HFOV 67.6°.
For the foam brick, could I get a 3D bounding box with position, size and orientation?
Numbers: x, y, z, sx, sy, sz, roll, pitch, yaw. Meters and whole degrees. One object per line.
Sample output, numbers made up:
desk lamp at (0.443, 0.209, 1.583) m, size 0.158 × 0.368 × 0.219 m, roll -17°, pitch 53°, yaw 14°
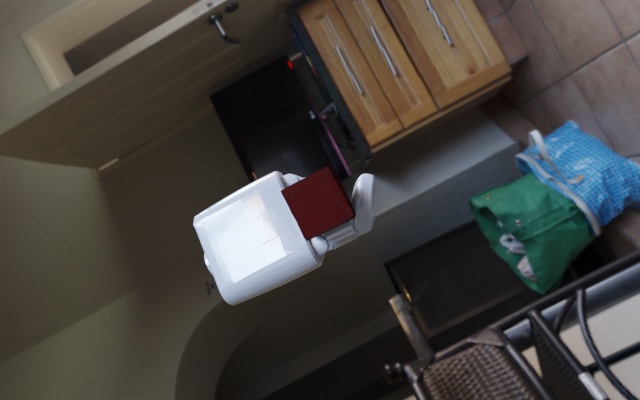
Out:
foam brick at (0.000, 0.001, 0.461) m, size 0.051 × 0.053 × 0.078 m, roll -26°, pitch 0°, yaw 4°
